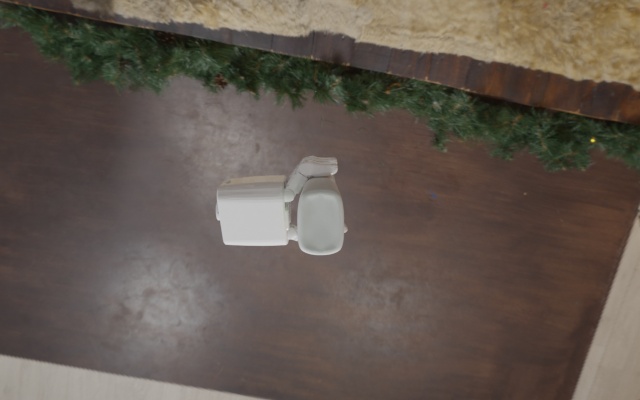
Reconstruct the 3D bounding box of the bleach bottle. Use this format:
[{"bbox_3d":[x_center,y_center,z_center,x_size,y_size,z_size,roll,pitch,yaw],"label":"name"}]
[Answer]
[{"bbox_3d":[0.000,0.003,0.801,0.068,0.102,0.250,0,13,0],"label":"bleach bottle"}]
